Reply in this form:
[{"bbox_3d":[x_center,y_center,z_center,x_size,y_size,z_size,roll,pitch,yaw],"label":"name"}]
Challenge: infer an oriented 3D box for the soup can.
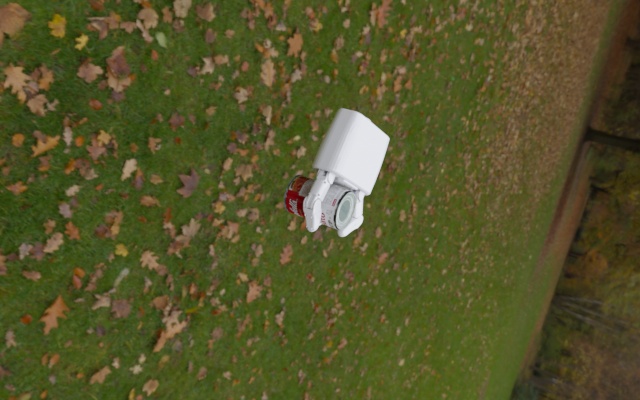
[{"bbox_3d":[0.000,0.003,0.791,0.102,0.068,0.068,19,9,28],"label":"soup can"}]
